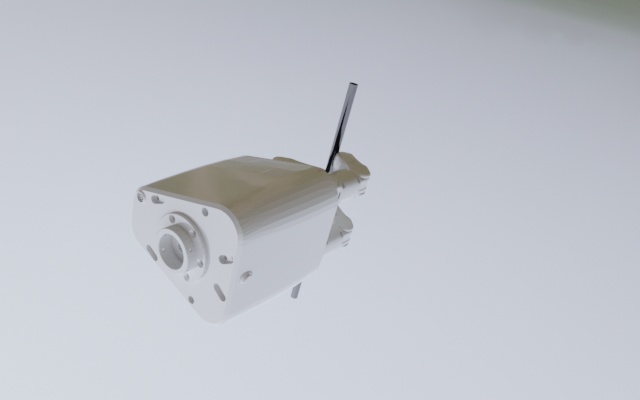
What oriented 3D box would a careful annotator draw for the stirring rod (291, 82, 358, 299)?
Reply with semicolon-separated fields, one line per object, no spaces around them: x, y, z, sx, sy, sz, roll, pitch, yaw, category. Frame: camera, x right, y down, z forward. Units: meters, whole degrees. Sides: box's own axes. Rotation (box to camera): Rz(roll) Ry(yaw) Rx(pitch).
0.000;0.001;0.472;0.011;0.240;0.011;13;27;-6;stirring rod
